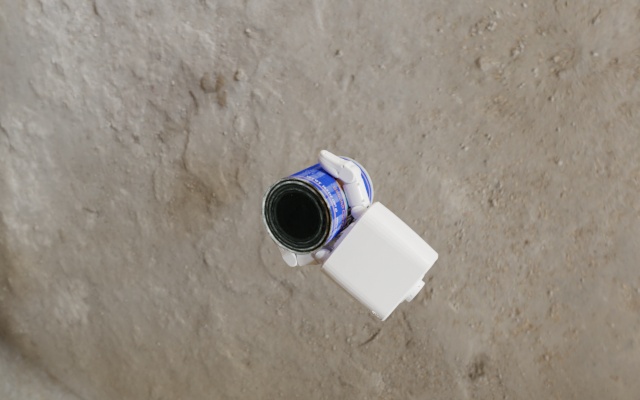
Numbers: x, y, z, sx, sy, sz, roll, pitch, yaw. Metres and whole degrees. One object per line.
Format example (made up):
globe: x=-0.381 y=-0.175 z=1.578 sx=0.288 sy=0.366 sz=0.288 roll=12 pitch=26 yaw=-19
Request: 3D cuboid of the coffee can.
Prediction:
coffee can: x=0.000 y=0.002 z=0.656 sx=0.103 sy=0.103 sz=0.140 roll=0 pitch=15 yaw=28
